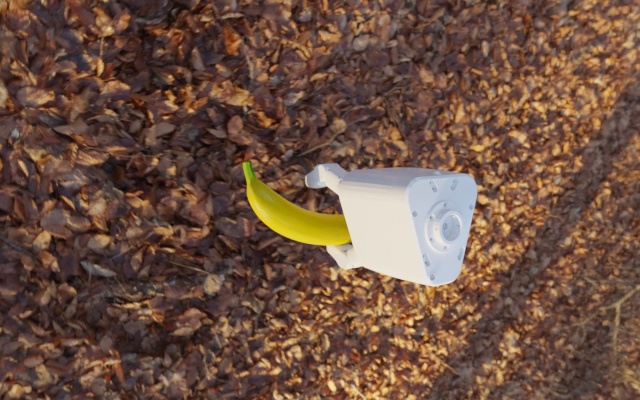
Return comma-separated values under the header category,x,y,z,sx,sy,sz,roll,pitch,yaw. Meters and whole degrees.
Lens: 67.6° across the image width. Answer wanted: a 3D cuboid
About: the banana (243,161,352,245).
category,x,y,z,sx,sy,sz,roll,pitch,yaw
banana,-0.008,0.018,0.568,0.198,0.069,0.037,22,-11,-28
